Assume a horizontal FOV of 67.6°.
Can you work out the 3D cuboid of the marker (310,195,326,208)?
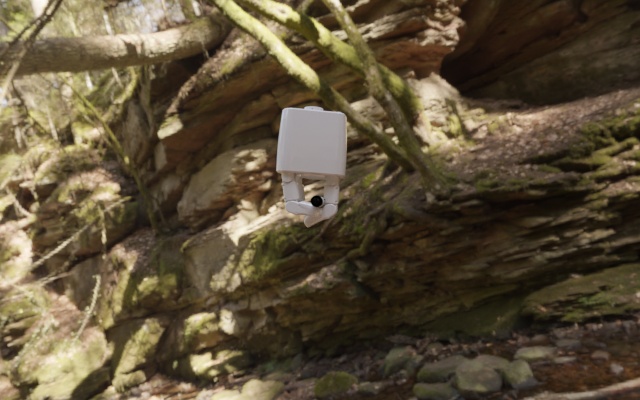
[{"bbox_3d":[0.000,0.003,0.796,0.020,0.020,0.121,0,-2,7],"label":"marker"}]
